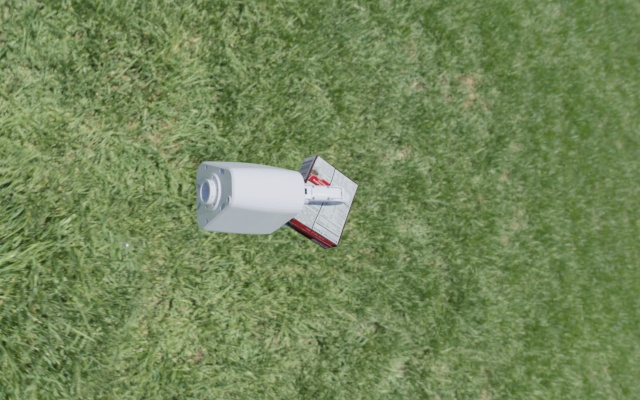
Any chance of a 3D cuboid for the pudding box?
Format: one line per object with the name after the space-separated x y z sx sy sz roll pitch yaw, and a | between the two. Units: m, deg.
0.000 0.002 0.705 0.090 0.113 0.039 35 -27 -27 | pudding box
